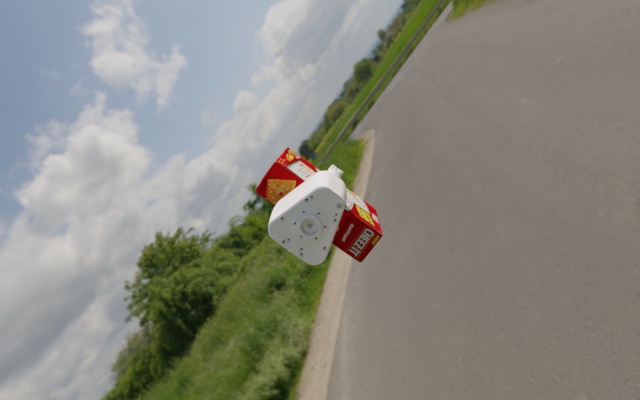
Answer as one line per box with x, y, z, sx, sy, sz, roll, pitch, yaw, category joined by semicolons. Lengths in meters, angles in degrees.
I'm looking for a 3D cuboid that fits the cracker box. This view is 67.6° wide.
0.000;0.003;0.848;0.214;0.072;0.164;35;13;-6;cracker box
